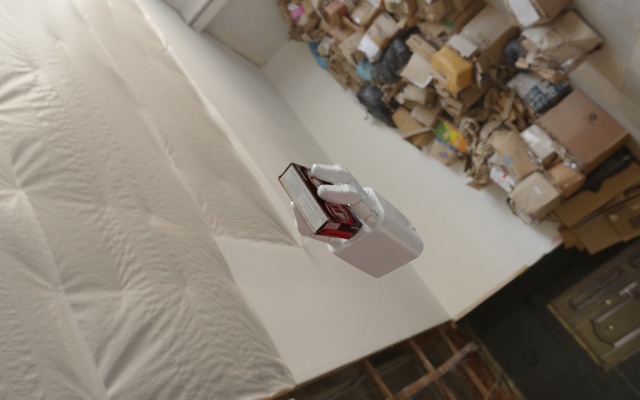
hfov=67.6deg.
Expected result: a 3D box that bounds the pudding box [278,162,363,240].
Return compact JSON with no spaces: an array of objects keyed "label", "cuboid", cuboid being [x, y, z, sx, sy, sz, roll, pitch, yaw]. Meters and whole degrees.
[{"label":"pudding box","cuboid":[0.000,0.002,0.694,0.039,0.113,0.090,-47,-31,18]}]
